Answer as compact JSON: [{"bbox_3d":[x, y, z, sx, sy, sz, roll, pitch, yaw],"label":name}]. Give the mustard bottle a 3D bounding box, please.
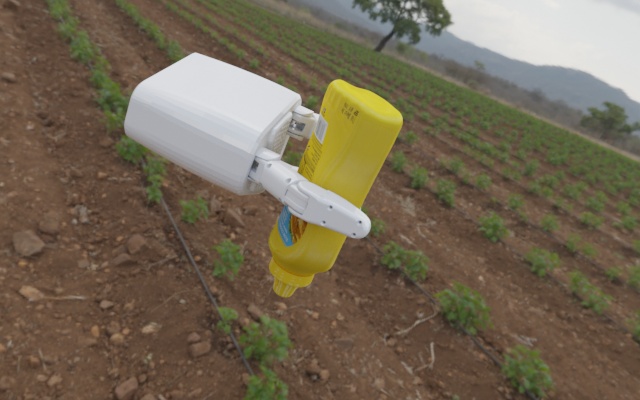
[{"bbox_3d":[0.000,0.001,0.402,0.058,0.192,0.096,16,22,-20],"label":"mustard bottle"}]
